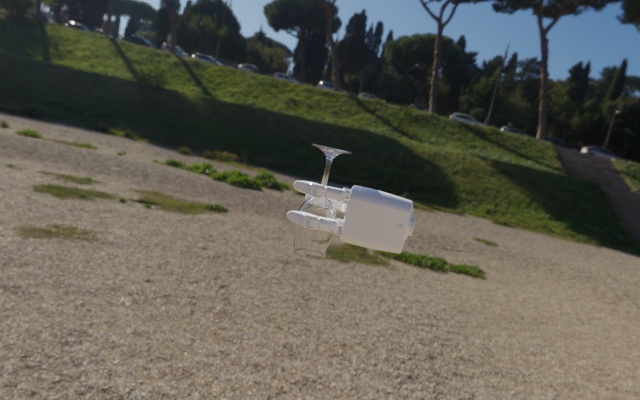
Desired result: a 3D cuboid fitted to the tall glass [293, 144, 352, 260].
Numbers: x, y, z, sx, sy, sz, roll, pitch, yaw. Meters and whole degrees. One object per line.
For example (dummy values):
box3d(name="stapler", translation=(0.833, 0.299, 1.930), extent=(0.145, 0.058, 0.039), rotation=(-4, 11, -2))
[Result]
box3d(name="tall glass", translation=(0.000, 0.002, 0.867), extent=(0.079, 0.201, 0.079), rotation=(12, 7, -2))
